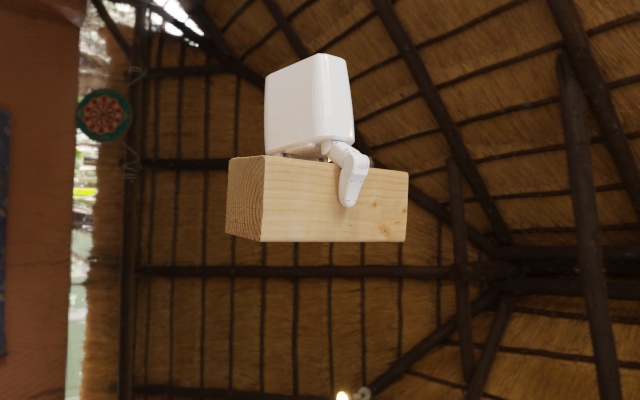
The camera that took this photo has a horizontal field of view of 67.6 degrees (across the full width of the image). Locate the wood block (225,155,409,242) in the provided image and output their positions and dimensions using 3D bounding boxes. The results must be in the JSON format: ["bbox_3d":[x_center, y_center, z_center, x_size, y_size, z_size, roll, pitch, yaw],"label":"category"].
[{"bbox_3d":[0.000,0.002,0.578,0.206,0.090,0.091,3,0,-35],"label":"wood block"}]
